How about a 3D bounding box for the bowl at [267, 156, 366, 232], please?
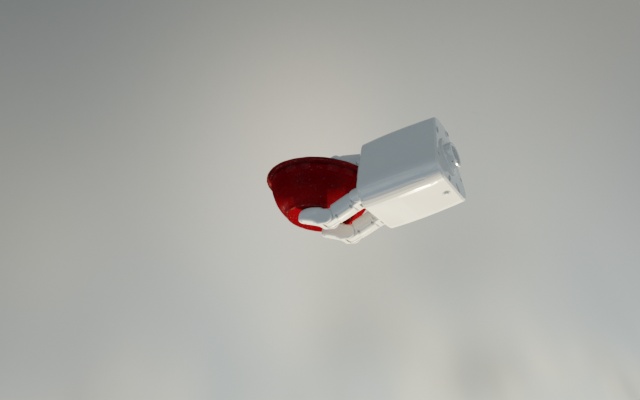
[{"bbox_3d":[-0.001,0.003,0.679,0.162,0.055,0.162,5,-26,3],"label":"bowl"}]
